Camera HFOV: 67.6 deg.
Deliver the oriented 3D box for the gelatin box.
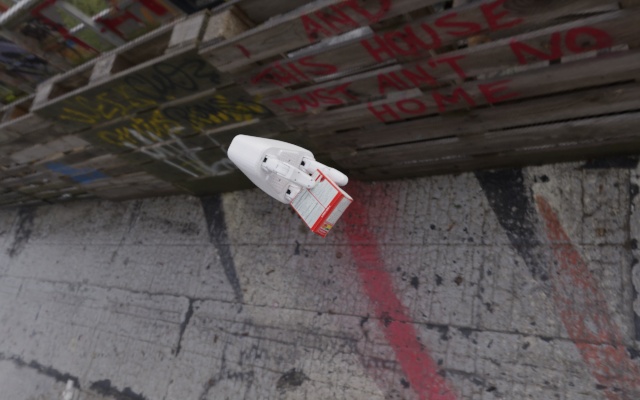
[{"bbox_3d":[0.000,0.002,0.733,0.030,0.073,0.089,31,11,-39],"label":"gelatin box"}]
